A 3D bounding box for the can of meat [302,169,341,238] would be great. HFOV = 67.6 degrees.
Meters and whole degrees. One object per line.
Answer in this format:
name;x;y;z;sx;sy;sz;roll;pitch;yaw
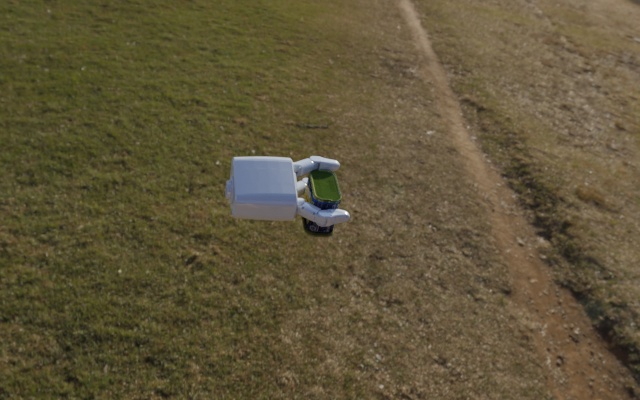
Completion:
can of meat;0.000;0.003;0.877;0.057;0.084;0.102;4;37;-13
